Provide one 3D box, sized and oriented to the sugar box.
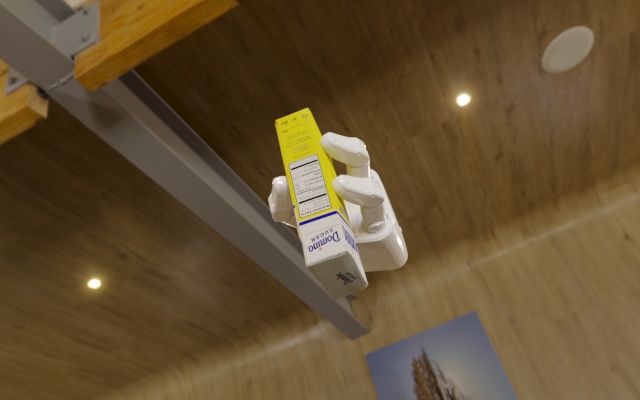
[{"bbox_3d":[0.001,0.001,0.486,0.048,0.176,0.093,-22,-34,6],"label":"sugar box"}]
